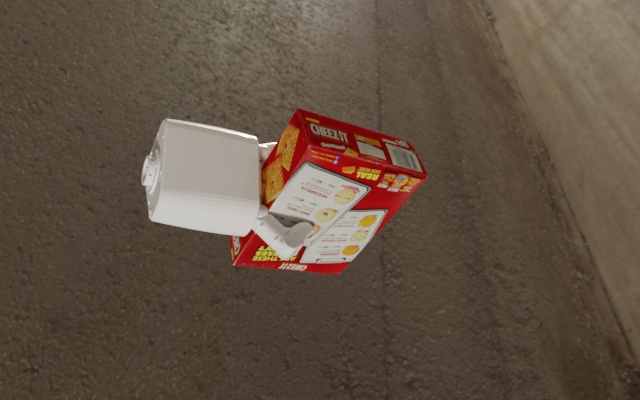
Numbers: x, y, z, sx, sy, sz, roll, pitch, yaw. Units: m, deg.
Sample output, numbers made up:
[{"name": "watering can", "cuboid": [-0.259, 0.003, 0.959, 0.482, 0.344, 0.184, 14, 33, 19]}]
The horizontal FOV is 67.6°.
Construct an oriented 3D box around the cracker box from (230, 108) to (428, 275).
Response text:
[{"name": "cracker box", "cuboid": [0.000, 0.002, 0.594, 0.164, 0.072, 0.214, 10, -45, -30]}]
